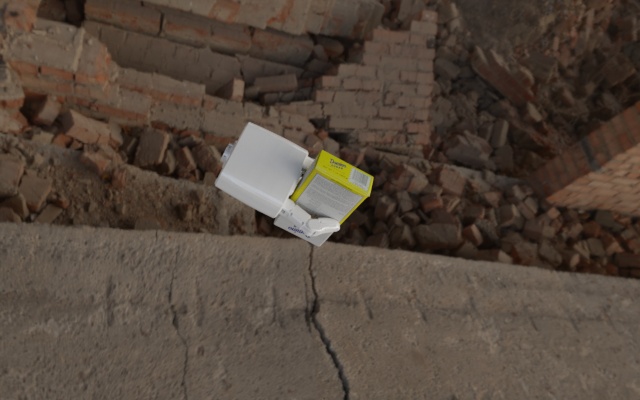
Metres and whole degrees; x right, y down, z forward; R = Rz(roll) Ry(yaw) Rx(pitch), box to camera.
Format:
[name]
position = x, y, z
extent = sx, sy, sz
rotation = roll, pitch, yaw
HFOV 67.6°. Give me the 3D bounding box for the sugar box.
[sugar box]
position = 0.000, 0.002, 0.762
extent = 0.093, 0.048, 0.176
rotation = 28, -37, -11
